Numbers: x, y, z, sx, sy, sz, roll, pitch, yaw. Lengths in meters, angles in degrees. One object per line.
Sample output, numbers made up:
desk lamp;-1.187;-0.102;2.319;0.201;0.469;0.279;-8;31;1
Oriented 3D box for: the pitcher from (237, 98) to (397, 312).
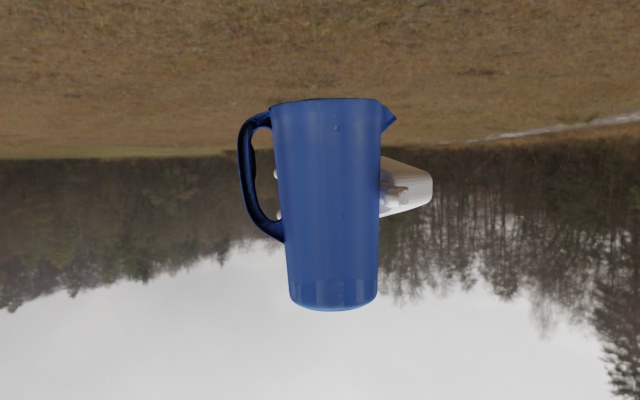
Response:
pitcher;0.000;0.002;0.571;0.149;0.243;0.145;2;7;39
